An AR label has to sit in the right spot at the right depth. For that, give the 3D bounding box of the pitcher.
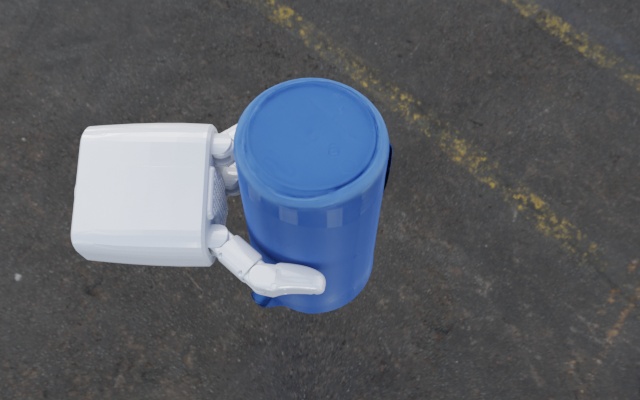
[{"bbox_3d":[0.000,0.001,0.431,0.145,0.149,0.243,2,-26,0],"label":"pitcher"}]
